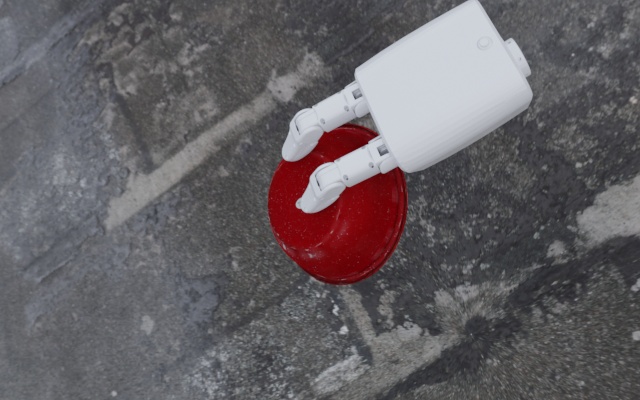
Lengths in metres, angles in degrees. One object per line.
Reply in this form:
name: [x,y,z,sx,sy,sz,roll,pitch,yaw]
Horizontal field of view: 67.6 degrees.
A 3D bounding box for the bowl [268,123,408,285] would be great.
bowl: [-0.001,0.002,0.459,0.162,0.162,0.055,0,-4,40]
